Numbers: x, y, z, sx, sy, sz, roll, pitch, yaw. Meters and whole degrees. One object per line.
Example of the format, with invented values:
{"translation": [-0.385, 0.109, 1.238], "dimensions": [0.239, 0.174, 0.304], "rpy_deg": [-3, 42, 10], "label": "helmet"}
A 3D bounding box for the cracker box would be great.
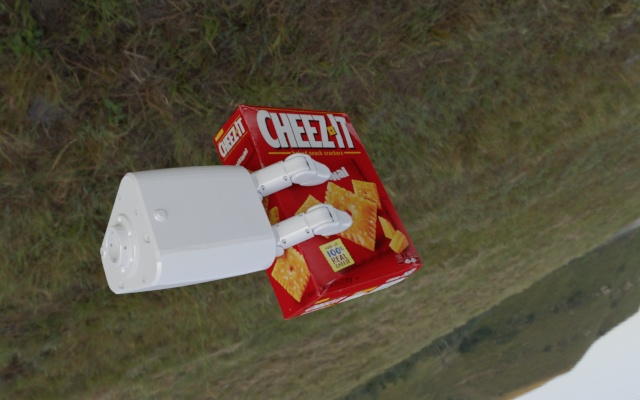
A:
{"translation": [0.000, 0.002, 0.520], "dimensions": [0.164, 0.213, 0.072], "rpy_deg": [-6, -26, -44], "label": "cracker box"}
